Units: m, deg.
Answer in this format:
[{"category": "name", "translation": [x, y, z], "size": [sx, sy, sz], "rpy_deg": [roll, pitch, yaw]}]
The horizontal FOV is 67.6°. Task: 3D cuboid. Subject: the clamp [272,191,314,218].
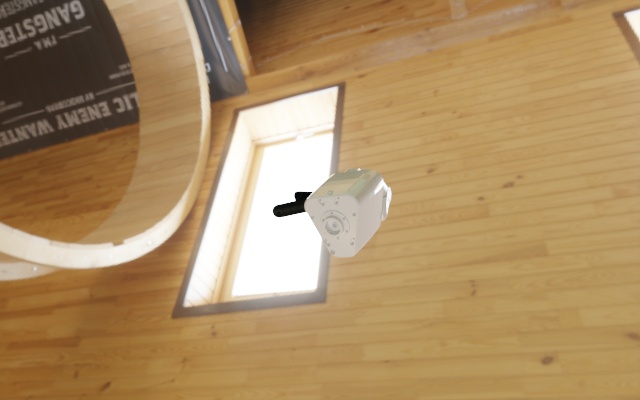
[{"category": "clamp", "translation": [0.000, 0.003, 0.859], "size": [0.171, 0.039, 0.120], "rpy_deg": [-6, 19, 29]}]
